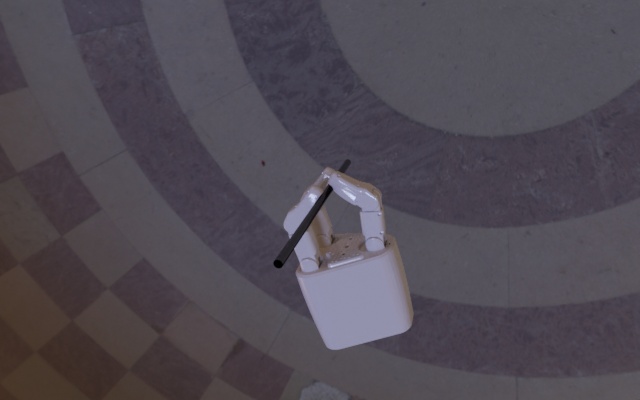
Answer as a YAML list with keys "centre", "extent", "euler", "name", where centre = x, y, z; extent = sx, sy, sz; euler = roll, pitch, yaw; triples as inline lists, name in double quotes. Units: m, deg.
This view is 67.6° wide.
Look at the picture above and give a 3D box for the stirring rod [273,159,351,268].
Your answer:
- centre: [0.000, 0.002, 0.479]
  extent: [0.011, 0.011, 0.239]
  euler: [0, 24, 18]
  name: "stirring rod"
